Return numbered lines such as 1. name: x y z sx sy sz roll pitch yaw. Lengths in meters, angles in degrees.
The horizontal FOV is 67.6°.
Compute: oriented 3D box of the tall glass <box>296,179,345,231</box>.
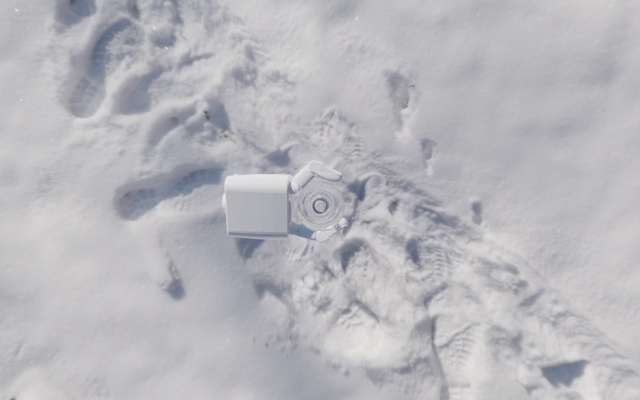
1. tall glass: 0.000 0.003 0.813 0.079 0.079 0.201 0 4 1
